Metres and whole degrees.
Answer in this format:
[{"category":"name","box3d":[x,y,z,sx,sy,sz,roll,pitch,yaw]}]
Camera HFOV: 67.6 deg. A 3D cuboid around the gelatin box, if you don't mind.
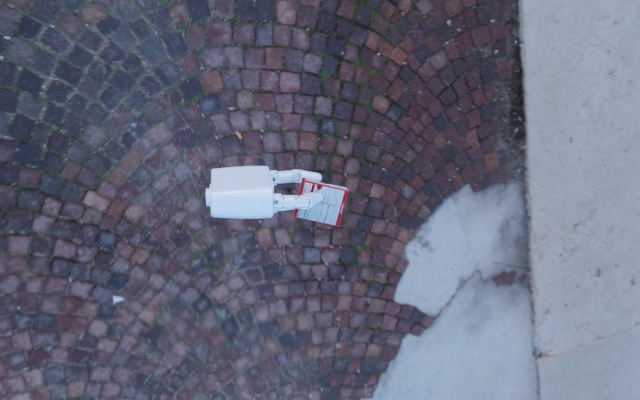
[{"category":"gelatin box","box3d":[0.001,0.003,0.897,0.089,0.073,0.030,13,12,-10]}]
